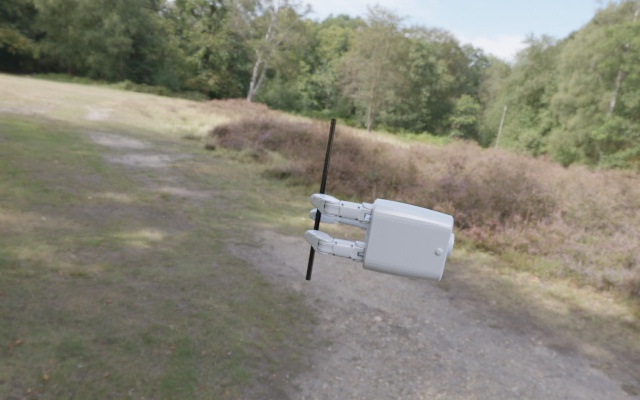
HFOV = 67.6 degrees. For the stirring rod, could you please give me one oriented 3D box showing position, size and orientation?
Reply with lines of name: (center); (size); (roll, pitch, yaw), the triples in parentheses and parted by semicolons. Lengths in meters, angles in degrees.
stirring rod: (0.000, 0.002, 0.691); (0.011, 0.239, 0.011); (9, 12, -2)
